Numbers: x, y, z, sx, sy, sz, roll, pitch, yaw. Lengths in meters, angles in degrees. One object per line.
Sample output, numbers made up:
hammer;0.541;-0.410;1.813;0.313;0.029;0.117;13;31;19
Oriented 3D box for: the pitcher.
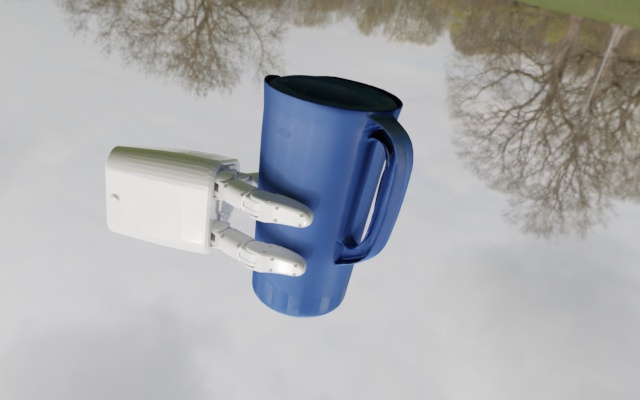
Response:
pitcher;0.000;0.002;0.491;0.145;0.243;0.149;11;25;1
